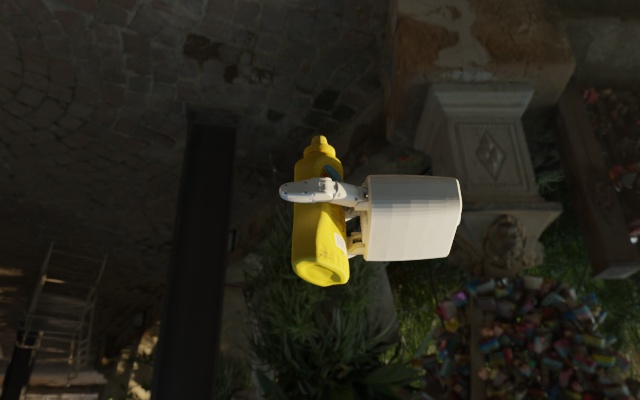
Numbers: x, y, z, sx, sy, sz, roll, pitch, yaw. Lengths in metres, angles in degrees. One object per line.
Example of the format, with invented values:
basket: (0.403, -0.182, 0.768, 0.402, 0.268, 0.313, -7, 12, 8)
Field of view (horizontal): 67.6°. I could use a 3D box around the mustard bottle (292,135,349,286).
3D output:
mustard bottle: (0.000, 0.002, 0.593, 0.058, 0.191, 0.096, -12, -30, 21)
